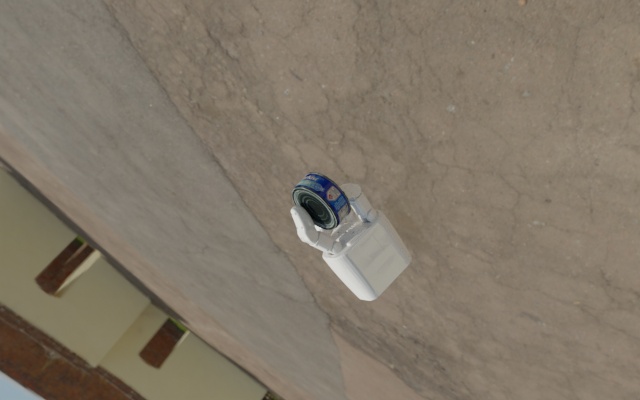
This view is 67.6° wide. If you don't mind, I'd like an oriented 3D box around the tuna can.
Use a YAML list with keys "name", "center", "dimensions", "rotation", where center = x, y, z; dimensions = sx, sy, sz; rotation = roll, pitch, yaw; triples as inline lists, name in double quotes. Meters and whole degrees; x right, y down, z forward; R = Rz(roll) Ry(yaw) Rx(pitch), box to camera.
- name: "tuna can"
  center: [0.000, 0.003, 0.694]
  dimensions: [0.033, 0.086, 0.086]
  rotation: [-47, 26, -27]
